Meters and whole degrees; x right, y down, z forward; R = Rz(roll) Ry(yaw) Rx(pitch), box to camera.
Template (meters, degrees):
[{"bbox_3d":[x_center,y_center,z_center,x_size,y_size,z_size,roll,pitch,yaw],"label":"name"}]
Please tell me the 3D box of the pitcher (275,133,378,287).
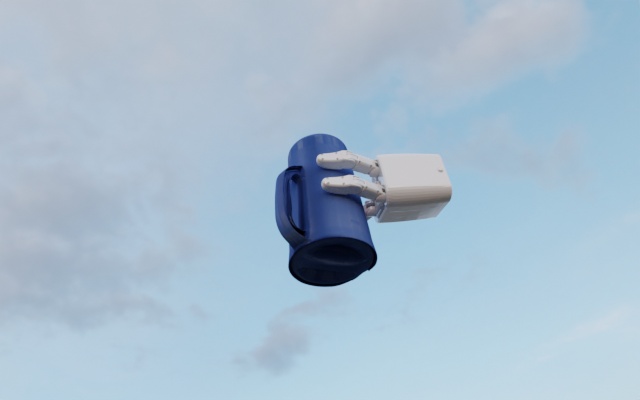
[{"bbox_3d":[0.000,0.003,0.771,0.145,0.242,0.149,-5,-40,-4],"label":"pitcher"}]
